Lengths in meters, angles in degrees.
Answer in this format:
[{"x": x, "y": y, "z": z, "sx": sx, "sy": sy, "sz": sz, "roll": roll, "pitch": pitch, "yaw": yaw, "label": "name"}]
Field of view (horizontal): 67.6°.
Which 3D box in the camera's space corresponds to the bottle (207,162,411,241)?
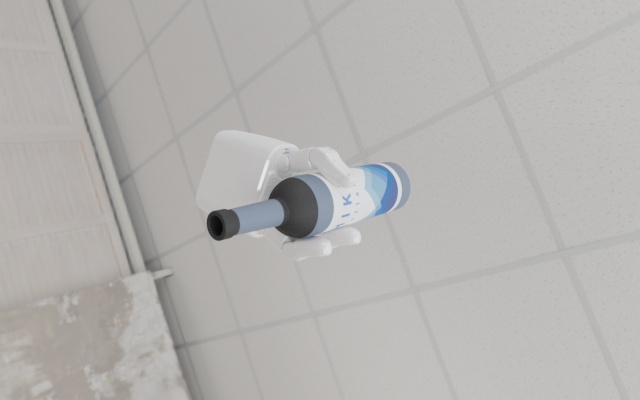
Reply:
[{"x": 0.000, "y": 0.002, "z": 0.534, "sx": 0.069, "sy": 0.069, "sz": 0.295, "roll": 0, "pitch": 8, "yaw": 40, "label": "bottle"}]
